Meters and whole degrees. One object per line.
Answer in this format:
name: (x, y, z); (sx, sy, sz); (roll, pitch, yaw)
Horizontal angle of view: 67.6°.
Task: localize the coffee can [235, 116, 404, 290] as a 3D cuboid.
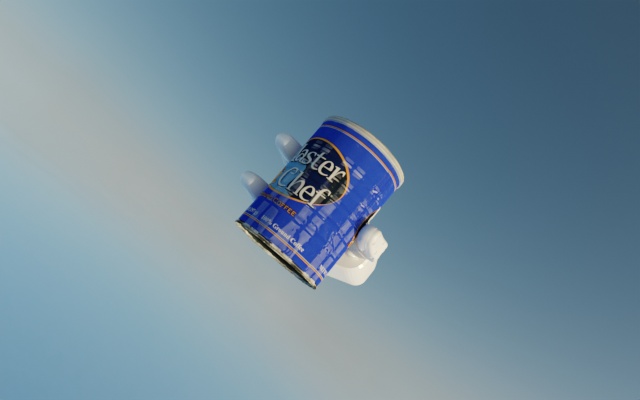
coffee can: (0.000, 0.001, 0.475); (0.103, 0.140, 0.103); (38, -12, 10)
